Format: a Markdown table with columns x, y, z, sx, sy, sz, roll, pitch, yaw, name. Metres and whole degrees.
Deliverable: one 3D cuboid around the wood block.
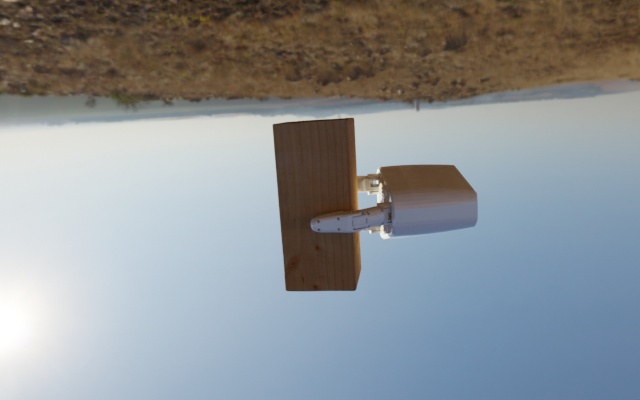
| x | y | z | sx | sy | sz | roll | pitch | yaw | name |
| --- | --- | --- | --- | --- | --- | --- | --- | --- | --- |
| 0.000 | 0.002 | 0.606 | 0.090 | 0.206 | 0.091 | -2 | 10 | 10 | wood block |
